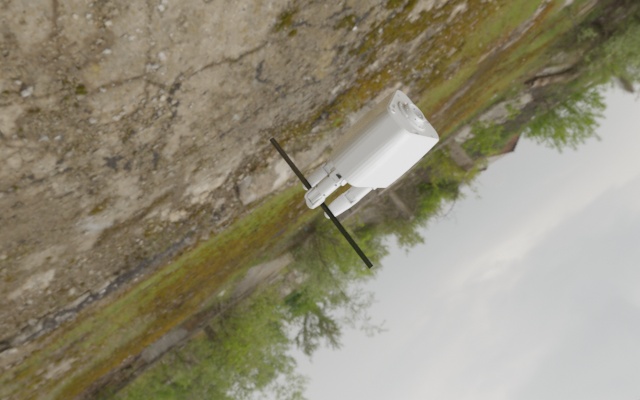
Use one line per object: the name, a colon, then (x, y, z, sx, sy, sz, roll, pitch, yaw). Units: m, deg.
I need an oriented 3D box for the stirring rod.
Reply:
stirring rod: (0.000, 0.002, 0.703, 0.011, 0.239, 0.011, -37, -6, -5)
